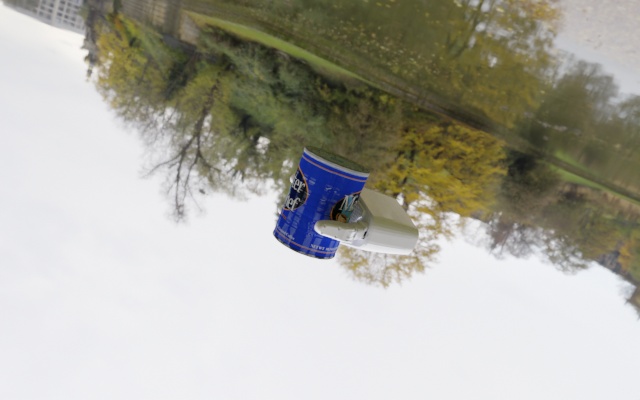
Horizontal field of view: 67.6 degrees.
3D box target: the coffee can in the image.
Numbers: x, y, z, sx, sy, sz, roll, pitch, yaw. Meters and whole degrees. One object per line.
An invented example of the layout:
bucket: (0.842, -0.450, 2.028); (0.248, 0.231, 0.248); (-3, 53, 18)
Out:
coffee can: (0.000, 0.002, 0.712); (0.103, 0.140, 0.102); (21, 13, -5)
